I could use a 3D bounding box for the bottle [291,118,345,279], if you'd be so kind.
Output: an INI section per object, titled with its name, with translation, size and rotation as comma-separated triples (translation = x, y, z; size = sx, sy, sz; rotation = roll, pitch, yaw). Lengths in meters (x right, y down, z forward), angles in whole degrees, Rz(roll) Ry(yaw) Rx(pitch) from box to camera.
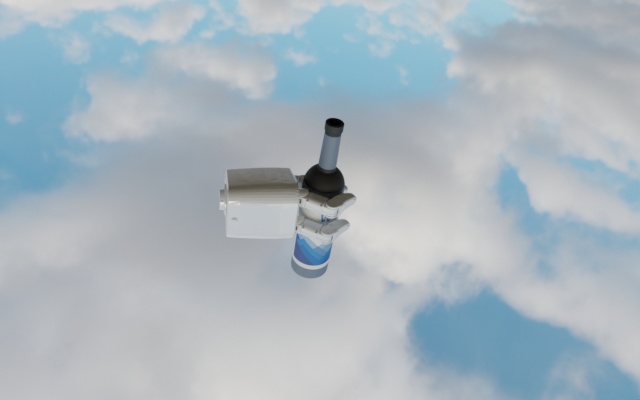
[bottle]
translation = 0.000, 0.003, 0.769
size = 0.069, 0.296, 0.069
rotation = 6, 39, -5
